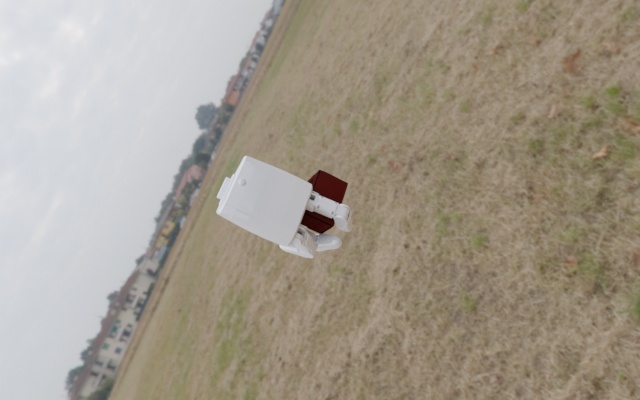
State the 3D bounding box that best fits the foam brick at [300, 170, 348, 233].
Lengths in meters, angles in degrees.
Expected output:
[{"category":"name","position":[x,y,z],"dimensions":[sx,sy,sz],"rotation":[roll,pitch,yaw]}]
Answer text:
[{"category":"foam brick","position":[0.000,0.002,0.728],"dimensions":[0.051,0.078,0.053],"rotation":[25,-25,-12]}]
